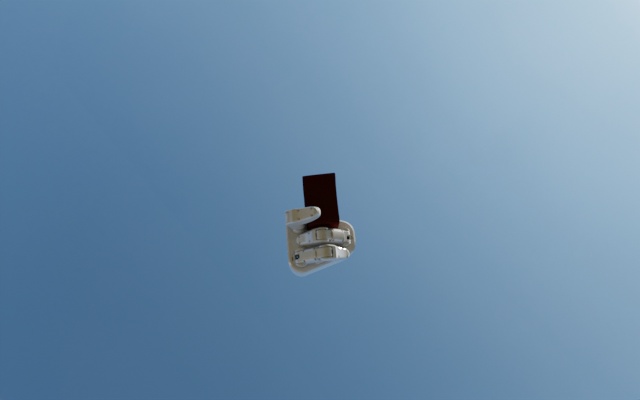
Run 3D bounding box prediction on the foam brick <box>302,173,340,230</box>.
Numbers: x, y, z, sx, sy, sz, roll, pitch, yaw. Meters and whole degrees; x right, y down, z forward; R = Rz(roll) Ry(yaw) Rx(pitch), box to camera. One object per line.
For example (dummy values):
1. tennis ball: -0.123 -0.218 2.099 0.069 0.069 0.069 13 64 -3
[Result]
1. foam brick: 0.000 0.002 0.748 0.053 0.078 0.051 -4 -14 -1
